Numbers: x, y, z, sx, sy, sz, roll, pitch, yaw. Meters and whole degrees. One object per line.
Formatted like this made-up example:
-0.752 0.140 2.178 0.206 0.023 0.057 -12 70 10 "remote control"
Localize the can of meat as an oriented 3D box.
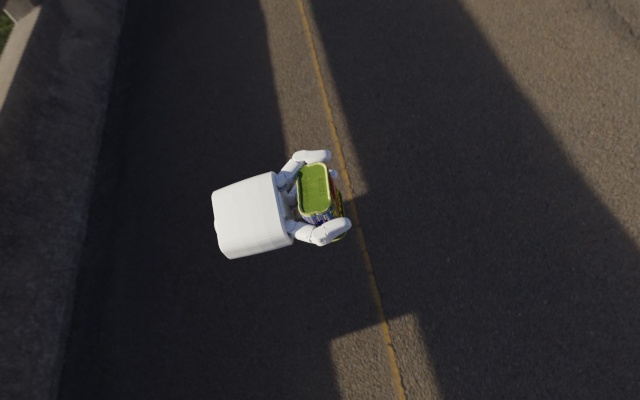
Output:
0.000 0.002 0.748 0.057 0.102 0.084 -14 -36 10 "can of meat"
